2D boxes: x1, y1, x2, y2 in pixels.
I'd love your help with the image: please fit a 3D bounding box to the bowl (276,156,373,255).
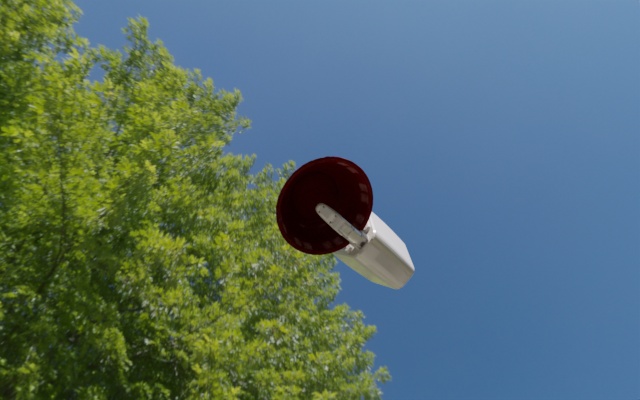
[{"bbox_3d":[-0.001,0.001,0.757,0.162,0.162,0.055,0,20,-23],"label":"bowl"}]
